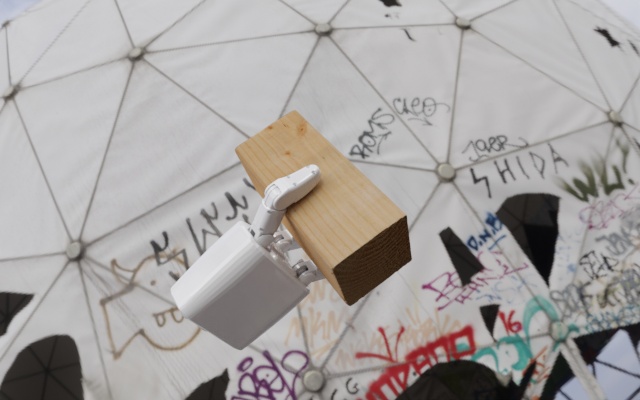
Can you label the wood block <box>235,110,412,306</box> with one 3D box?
[{"bbox_3d":[0.000,0.002,0.535,0.090,0.206,0.091,-35,-37,-11],"label":"wood block"}]
